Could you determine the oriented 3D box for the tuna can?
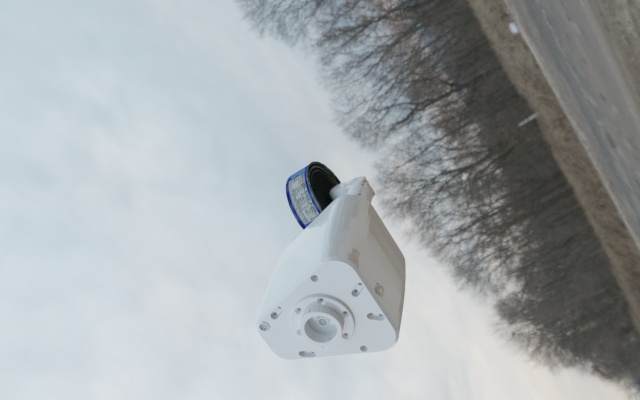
[{"bbox_3d":[0.000,0.002,0.529,0.034,0.086,0.086,-29,-13,24],"label":"tuna can"}]
